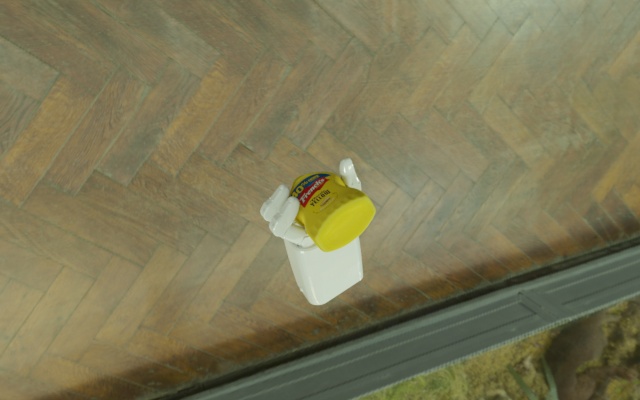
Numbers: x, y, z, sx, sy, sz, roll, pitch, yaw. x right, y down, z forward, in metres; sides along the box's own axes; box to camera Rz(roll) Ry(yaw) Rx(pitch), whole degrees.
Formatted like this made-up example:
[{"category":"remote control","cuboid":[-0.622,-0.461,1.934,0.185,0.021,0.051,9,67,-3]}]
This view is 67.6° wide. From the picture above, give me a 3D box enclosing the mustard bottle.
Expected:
[{"category":"mustard bottle","cuboid":[0.000,0.002,0.720,0.096,0.058,0.191,-41,29,-4]}]
